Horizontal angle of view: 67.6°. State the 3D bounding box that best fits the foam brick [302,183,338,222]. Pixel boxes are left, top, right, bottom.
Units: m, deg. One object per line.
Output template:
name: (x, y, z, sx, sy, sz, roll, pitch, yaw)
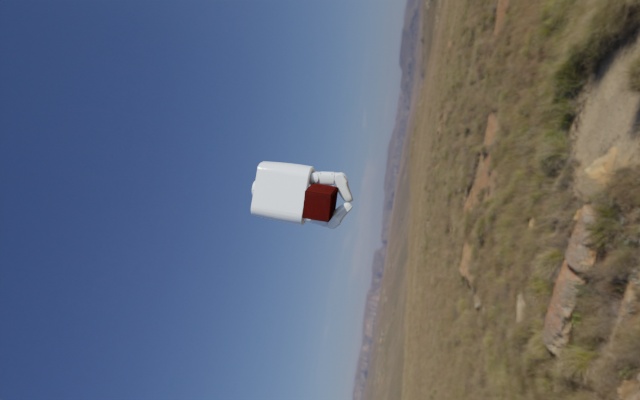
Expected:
foam brick: (0.000, 0.003, 0.888, 0.051, 0.053, 0.078, 9, 14, 8)
